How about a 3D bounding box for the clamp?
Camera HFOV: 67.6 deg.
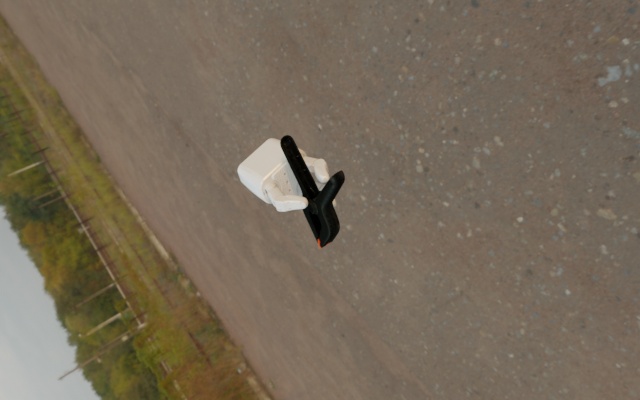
[{"bbox_3d":[-0.001,0.003,0.815,0.036,0.210,0.164,-28,35,-22],"label":"clamp"}]
